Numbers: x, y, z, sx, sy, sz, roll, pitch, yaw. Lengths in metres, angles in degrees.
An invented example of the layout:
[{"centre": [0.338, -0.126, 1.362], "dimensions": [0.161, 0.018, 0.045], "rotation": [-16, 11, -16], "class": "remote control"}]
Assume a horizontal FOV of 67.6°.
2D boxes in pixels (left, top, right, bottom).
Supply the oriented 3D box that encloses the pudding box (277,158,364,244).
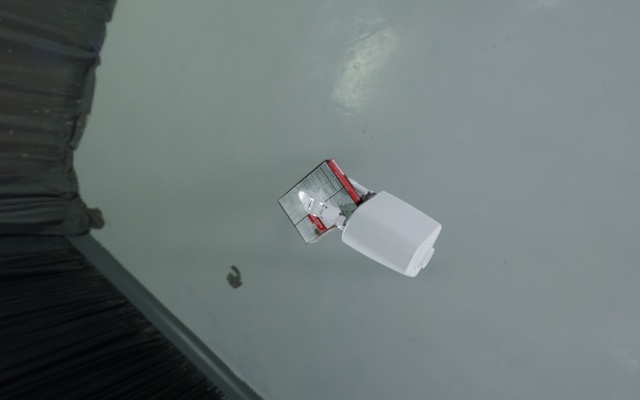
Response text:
[{"centre": [0.000, 0.003, 0.743], "dimensions": [0.113, 0.090, 0.039], "rotation": [-38, -10, 23], "class": "pudding box"}]
